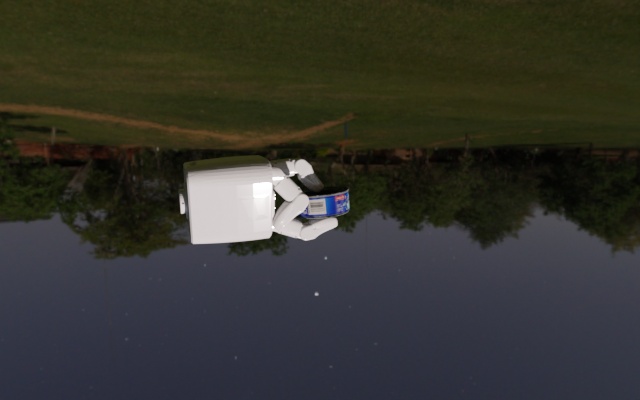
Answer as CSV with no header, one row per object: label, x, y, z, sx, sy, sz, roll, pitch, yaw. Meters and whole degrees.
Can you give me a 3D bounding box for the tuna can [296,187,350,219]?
tuna can,0.000,0.003,0.704,0.086,0.034,0.086,-5,9,1
